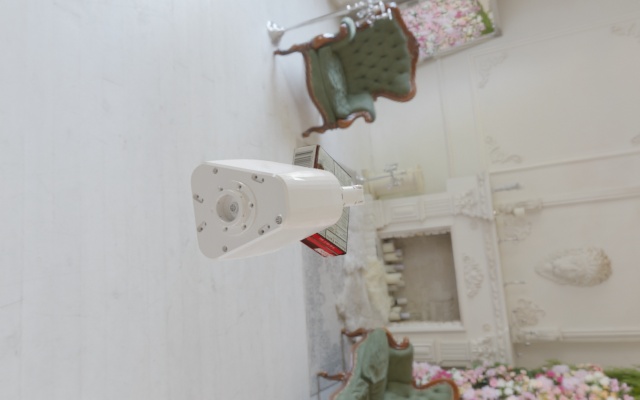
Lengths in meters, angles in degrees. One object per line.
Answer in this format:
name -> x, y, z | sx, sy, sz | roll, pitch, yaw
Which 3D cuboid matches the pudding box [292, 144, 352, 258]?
pudding box -> 0.000, 0.002, 0.579 | 0.039, 0.113, 0.090 | -8, -29, 29
